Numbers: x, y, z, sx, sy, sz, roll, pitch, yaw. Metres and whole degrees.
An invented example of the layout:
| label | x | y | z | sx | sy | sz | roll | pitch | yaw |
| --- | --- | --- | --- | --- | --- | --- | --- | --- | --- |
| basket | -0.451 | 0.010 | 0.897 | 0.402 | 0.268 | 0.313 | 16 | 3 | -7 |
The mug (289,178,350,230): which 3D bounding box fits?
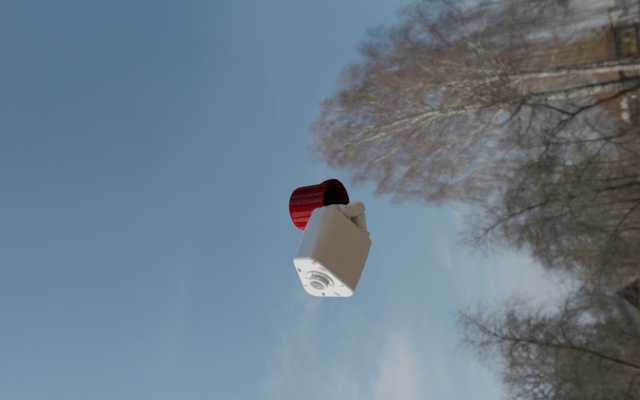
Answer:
| label | x | y | z | sx | sy | sz | roll | pitch | yaw |
| --- | --- | --- | --- | --- | --- | --- | --- | --- | --- |
| mug | 0.000 | 0.002 | 0.878 | 0.081 | 0.117 | 0.093 | -7 | -47 | 33 |
